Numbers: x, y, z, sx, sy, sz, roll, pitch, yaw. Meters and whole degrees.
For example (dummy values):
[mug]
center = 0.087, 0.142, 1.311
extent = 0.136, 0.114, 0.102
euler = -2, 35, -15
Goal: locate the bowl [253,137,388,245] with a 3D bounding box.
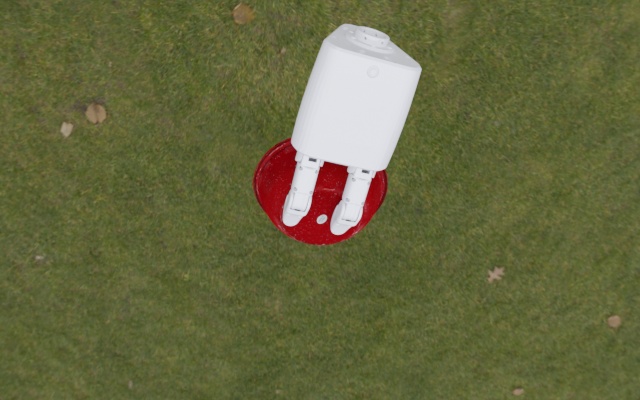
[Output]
[bowl]
center = 0.000, 0.003, 0.555
extent = 0.162, 0.162, 0.055
euler = 0, 43, 0
